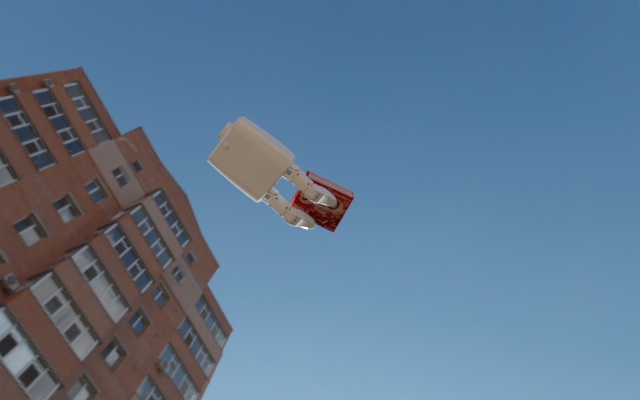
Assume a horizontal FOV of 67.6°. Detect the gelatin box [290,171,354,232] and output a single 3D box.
[{"bbox_3d":[0.000,0.003,0.798,0.089,0.073,0.030,25,23,-11],"label":"gelatin box"}]
